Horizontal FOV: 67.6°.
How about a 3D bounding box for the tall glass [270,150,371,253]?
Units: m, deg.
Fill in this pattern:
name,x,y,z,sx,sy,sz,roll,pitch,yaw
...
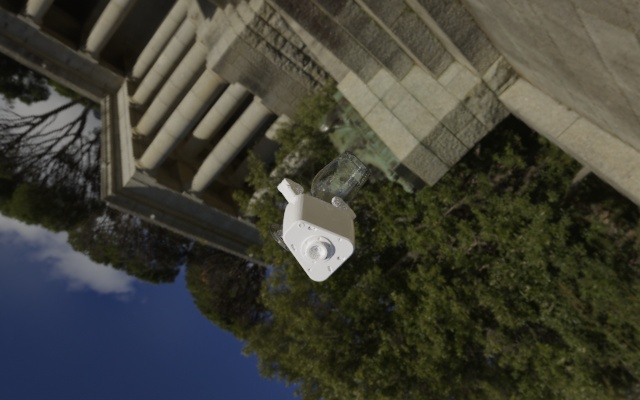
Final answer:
name,x,y,z,sx,sy,sz,roll,pitch,yaw
tall glass,0.000,0.003,0.861,0.201,0.079,0.079,-46,-17,17
